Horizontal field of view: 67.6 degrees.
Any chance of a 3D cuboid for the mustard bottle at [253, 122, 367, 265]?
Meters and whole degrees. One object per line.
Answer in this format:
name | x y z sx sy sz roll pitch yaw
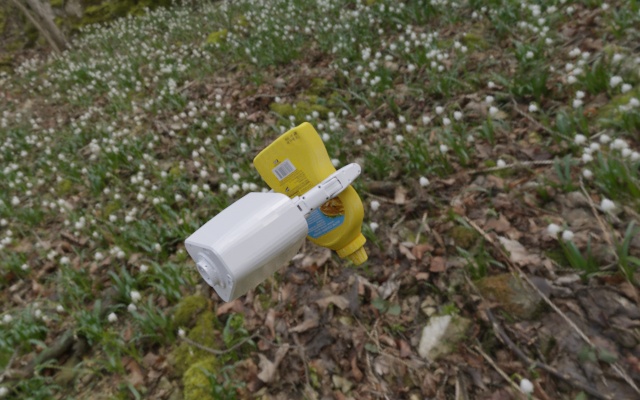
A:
mustard bottle | 0.000 0.002 0.617 0.096 0.191 0.058 -32 5 37
